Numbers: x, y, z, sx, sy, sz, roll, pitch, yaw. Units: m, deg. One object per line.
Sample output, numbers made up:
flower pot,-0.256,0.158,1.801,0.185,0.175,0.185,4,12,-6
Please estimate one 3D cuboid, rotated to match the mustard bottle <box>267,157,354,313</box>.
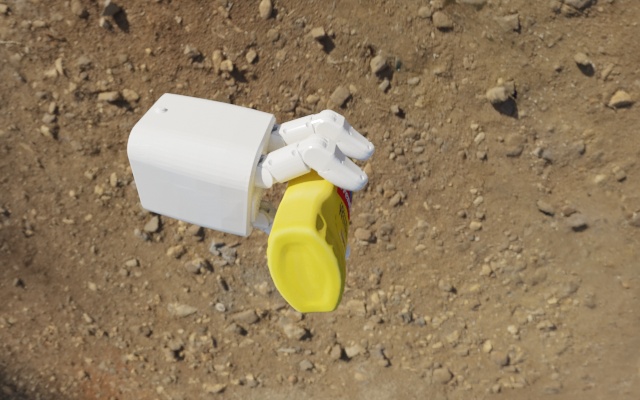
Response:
mustard bottle,0.000,0.002,0.439,0.058,0.096,0.191,-7,35,14
